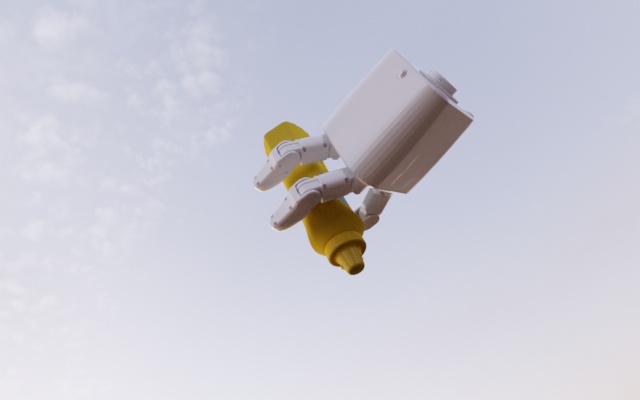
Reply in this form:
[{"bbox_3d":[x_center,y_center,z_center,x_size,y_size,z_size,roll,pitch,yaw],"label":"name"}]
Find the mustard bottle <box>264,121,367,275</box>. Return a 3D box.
[{"bbox_3d":[0.000,0.002,0.514,0.058,0.191,0.096,-32,-41,3],"label":"mustard bottle"}]
